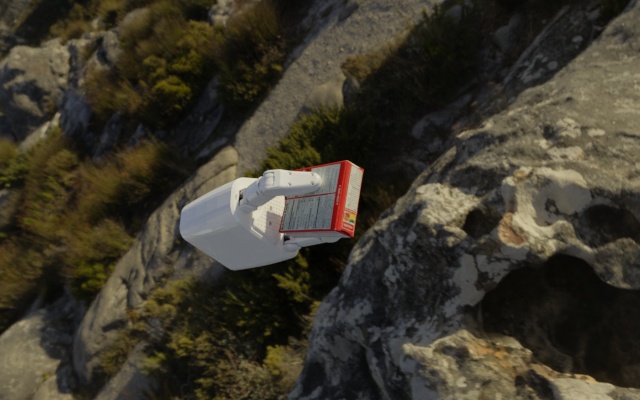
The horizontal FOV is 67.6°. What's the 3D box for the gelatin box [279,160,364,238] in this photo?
[{"bbox_3d":[0.000,0.001,0.502,0.030,0.073,0.089,23,-20,-40],"label":"gelatin box"}]
